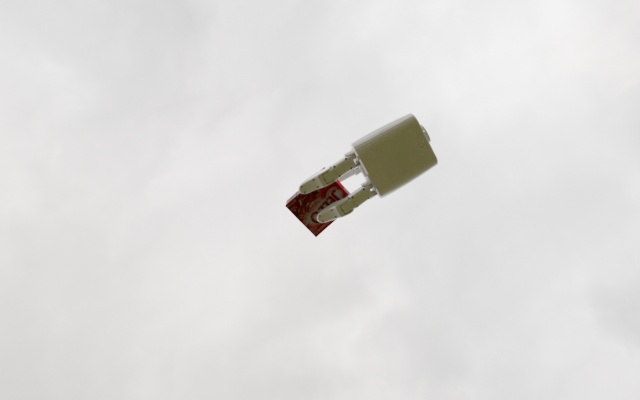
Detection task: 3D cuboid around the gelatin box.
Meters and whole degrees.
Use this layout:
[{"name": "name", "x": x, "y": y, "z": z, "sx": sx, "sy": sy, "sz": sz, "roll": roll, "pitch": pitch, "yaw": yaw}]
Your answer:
[{"name": "gelatin box", "x": 0.000, "y": 0.003, "z": 0.760, "sx": 0.089, "sy": 0.073, "sz": 0.030, "roll": -41, "pitch": 13, "yaw": 12}]
